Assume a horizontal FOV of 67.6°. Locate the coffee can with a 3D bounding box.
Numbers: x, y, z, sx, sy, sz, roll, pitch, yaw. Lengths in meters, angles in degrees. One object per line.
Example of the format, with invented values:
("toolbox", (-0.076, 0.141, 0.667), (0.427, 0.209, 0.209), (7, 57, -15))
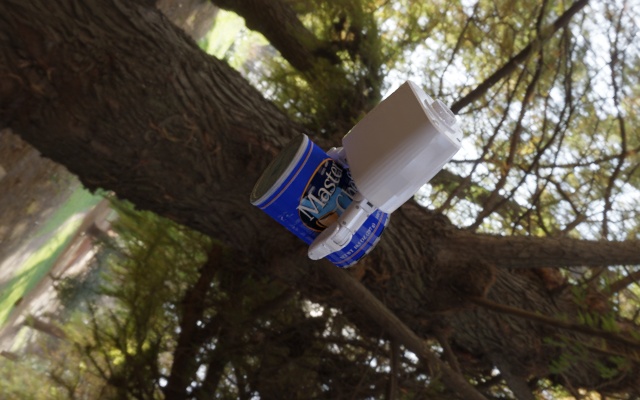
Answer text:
("coffee can", (0.000, 0.002, 0.583), (0.140, 0.103, 0.103), (38, -13, -17))
